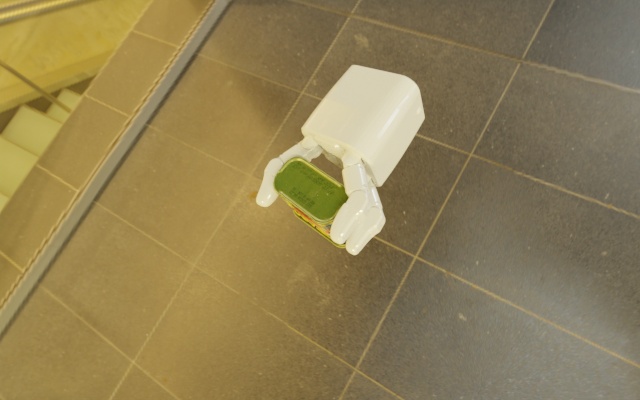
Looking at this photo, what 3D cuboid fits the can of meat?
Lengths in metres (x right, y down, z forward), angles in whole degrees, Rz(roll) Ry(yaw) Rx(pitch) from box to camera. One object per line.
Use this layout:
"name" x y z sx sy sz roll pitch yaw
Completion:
"can of meat" 0.000 0.002 0.567 0.102 0.057 0.084 35 -8 27
